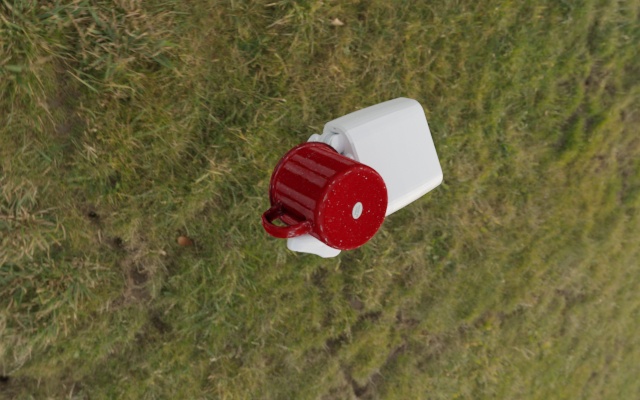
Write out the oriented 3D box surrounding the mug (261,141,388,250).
[{"bbox_3d":[-0.001,0.002,0.449,0.117,0.093,0.081,-26,30,-24],"label":"mug"}]
